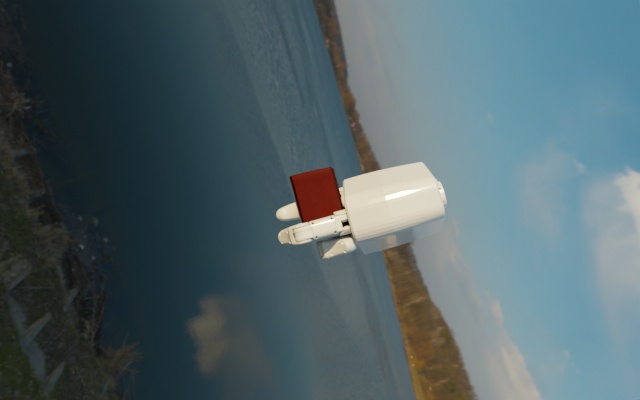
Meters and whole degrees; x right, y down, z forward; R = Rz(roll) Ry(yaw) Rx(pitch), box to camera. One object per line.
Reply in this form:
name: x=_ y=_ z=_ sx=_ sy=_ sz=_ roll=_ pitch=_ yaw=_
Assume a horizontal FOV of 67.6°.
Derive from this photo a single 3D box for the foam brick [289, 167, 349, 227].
foam brick: x=0.000 y=0.002 z=0.584 sx=0.051 sy=0.078 sz=0.053 roll=-15 pitch=0 yaw=7
